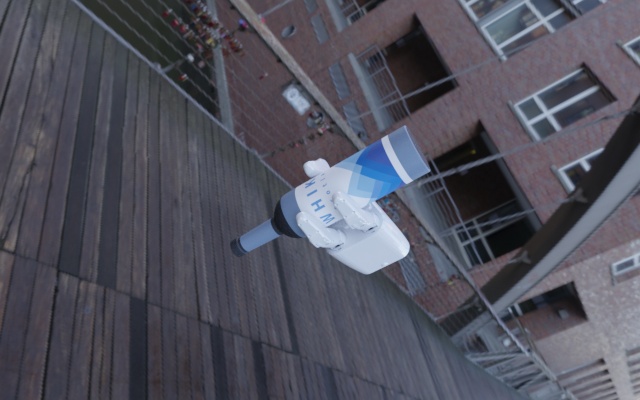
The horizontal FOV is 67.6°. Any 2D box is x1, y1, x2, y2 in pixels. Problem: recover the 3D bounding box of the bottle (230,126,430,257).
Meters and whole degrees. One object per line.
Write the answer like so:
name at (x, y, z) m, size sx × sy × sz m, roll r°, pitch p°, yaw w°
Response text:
bottle at (0.000, 0.002, 0.646) m, size 0.296 × 0.069 × 0.069 m, roll -29°, pitch -10°, yaw 18°
